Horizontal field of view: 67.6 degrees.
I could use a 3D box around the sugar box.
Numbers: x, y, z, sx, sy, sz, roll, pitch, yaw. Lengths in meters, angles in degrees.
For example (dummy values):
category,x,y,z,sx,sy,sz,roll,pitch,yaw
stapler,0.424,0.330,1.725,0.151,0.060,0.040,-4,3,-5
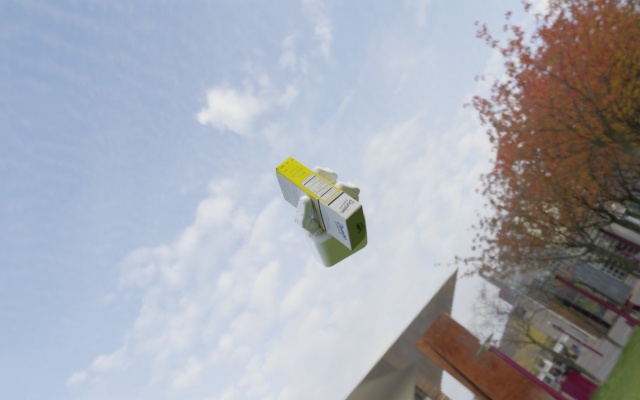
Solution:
category,x,y,z,sx,sy,sz,roll,pitch,yaw
sugar box,0.000,0.002,0.823,0.176,0.048,0.093,34,-25,31
